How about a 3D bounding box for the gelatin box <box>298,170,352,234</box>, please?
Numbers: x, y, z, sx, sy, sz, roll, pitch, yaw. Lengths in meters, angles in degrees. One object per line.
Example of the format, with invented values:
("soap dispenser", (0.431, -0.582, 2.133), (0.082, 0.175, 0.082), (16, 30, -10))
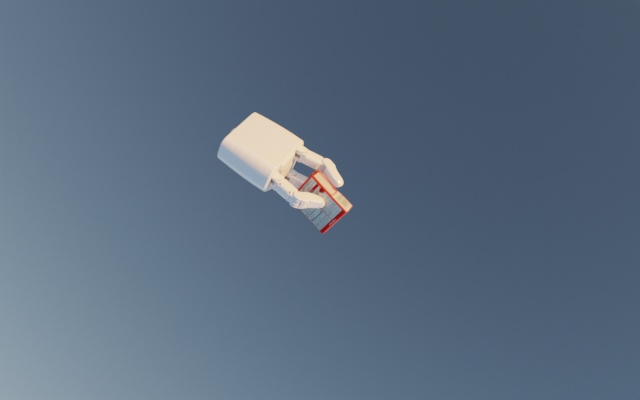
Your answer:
("gelatin box", (0.000, 0.003, 0.835), (0.073, 0.089, 0.030), (-45, -3, 37))
